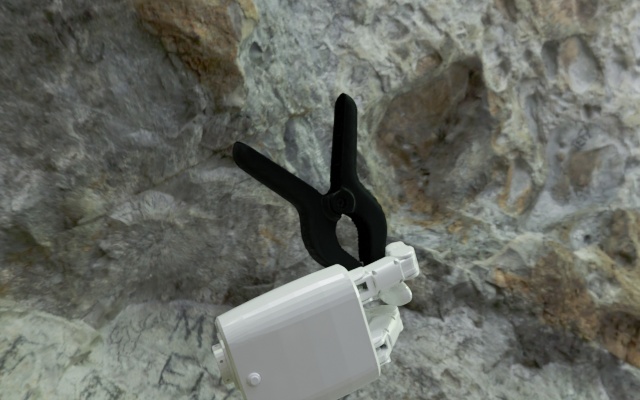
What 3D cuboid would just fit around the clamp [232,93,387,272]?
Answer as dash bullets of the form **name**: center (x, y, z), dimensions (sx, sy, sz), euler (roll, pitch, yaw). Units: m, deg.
- **clamp**: center (0.000, 0.001, 0.416), dimensions (0.120, 0.171, 0.039), euler (-19, 2, -15)
